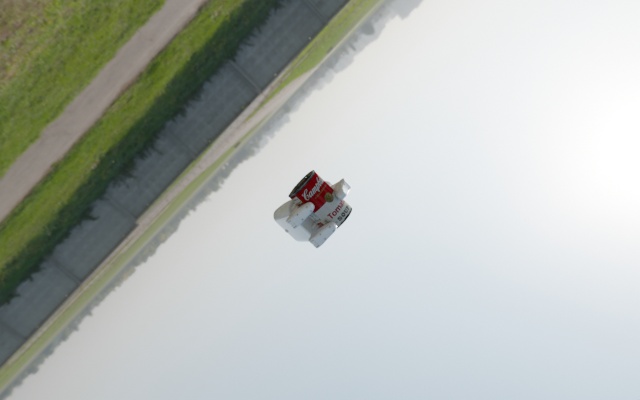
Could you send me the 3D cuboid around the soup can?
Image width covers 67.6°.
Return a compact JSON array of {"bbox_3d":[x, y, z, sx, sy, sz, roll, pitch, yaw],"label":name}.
[{"bbox_3d":[0.001,0.003,0.881,0.102,0.068,0.068,44,-10,-11],"label":"soup can"}]
